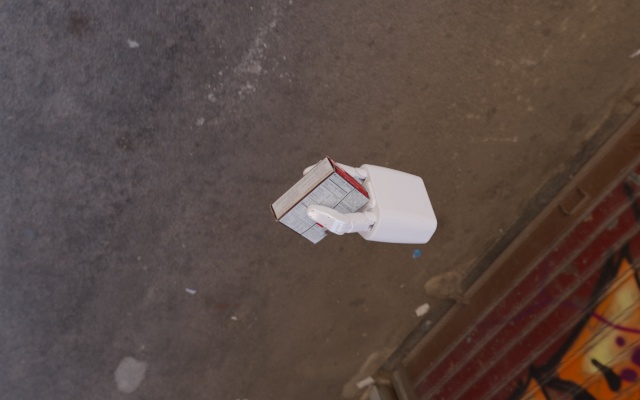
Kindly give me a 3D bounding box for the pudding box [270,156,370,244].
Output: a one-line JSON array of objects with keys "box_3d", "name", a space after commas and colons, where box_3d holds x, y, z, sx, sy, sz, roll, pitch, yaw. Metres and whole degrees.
[{"box_3d": [0.000, 0.002, 0.676, 0.090, 0.113, 0.039, 37, 18, -41], "name": "pudding box"}]
